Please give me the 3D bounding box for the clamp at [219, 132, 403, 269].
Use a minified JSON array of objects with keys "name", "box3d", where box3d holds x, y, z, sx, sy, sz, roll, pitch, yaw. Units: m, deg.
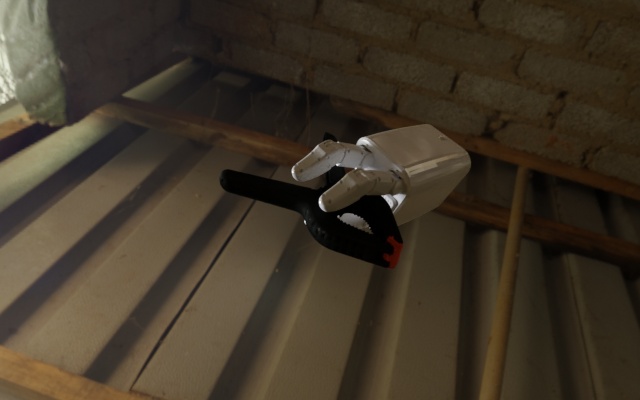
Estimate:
[{"name":"clamp","box3d":[0.000,0.003,0.518,0.164,0.036,0.210,-20,48,-27]}]
